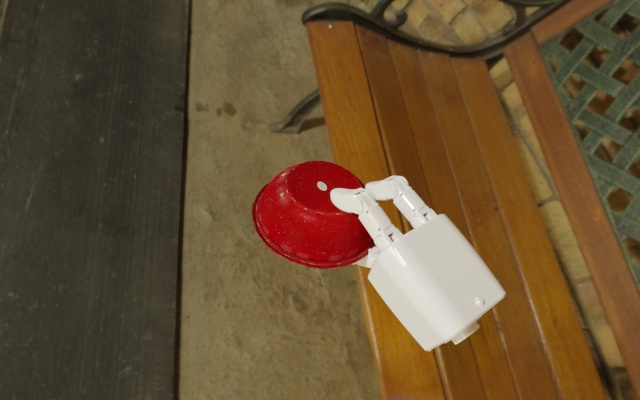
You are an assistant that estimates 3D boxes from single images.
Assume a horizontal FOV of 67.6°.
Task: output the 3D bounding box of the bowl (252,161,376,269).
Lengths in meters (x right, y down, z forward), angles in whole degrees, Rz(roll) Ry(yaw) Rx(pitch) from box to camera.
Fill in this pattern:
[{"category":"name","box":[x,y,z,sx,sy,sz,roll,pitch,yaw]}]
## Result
[{"category":"bowl","box":[-0.001,0.001,0.576,0.162,0.162,0.055,7,-46,-7]}]
